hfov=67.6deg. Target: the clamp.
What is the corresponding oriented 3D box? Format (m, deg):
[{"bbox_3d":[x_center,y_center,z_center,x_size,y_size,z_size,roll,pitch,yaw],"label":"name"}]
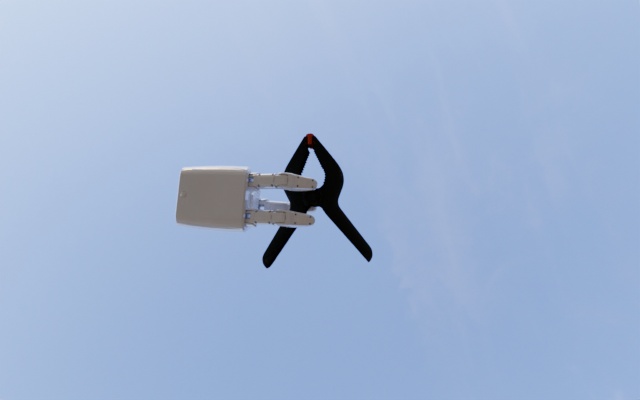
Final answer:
[{"bbox_3d":[0.000,0.002,0.728,0.164,0.210,0.036,3,-10,5],"label":"clamp"}]
